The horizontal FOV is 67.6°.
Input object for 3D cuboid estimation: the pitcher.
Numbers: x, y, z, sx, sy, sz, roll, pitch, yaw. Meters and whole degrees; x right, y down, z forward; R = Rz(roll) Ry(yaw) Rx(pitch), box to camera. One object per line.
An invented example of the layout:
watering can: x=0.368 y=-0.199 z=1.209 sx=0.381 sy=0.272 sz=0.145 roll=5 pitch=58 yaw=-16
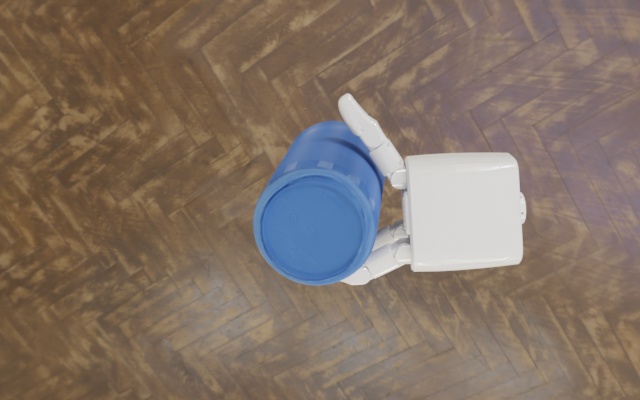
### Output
pitcher: x=0.000 y=0.002 z=0.519 sx=0.145 sy=0.149 sz=0.242 roll=-3 pitch=15 yaw=8
